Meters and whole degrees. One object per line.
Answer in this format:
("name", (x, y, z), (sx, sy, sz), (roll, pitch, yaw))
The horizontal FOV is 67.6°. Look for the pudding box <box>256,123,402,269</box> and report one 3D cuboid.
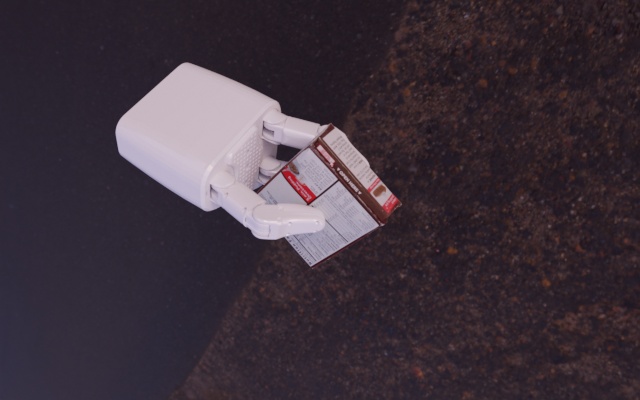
("pudding box", (0.000, 0.001, 0.418), (0.113, 0.090, 0.039), (-37, 7, 49))
